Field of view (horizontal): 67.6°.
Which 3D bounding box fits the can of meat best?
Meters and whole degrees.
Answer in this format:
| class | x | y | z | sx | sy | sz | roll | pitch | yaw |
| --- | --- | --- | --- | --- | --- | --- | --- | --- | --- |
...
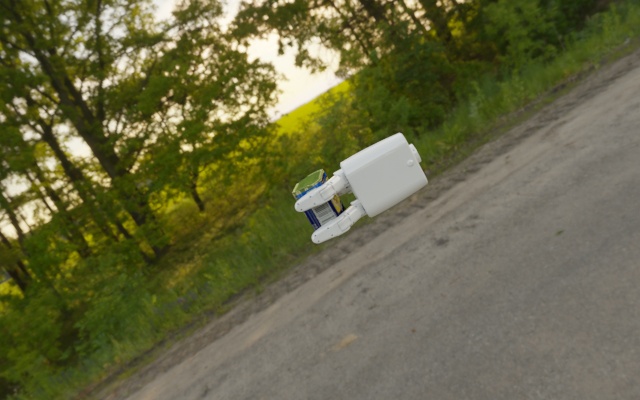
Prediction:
| class | x | y | z | sx | sy | sz | roll | pitch | yaw |
| --- | --- | --- | --- | --- | --- | --- | --- | --- | --- |
| can of meat | 0.000 | 0.002 | 0.776 | 0.057 | 0.084 | 0.102 | -28 | 11 | 10 |
